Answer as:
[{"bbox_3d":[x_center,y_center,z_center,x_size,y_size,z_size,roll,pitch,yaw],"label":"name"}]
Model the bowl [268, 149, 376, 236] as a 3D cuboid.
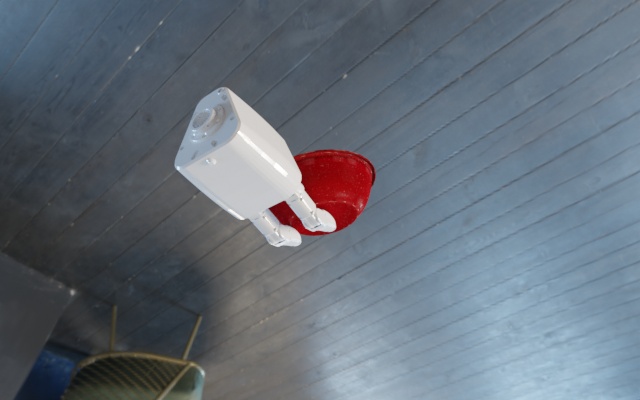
[{"bbox_3d":[0.001,0.003,0.634,0.162,0.055,0.162,-9,-30,-5],"label":"bowl"}]
